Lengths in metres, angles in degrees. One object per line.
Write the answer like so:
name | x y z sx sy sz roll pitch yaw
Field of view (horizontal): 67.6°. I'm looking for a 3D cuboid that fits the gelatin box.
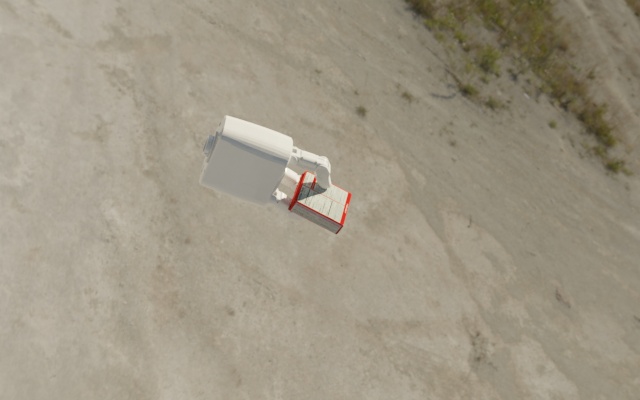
gelatin box | 0.001 0.002 0.760 0.089 0.073 0.030 27 -44 -10
